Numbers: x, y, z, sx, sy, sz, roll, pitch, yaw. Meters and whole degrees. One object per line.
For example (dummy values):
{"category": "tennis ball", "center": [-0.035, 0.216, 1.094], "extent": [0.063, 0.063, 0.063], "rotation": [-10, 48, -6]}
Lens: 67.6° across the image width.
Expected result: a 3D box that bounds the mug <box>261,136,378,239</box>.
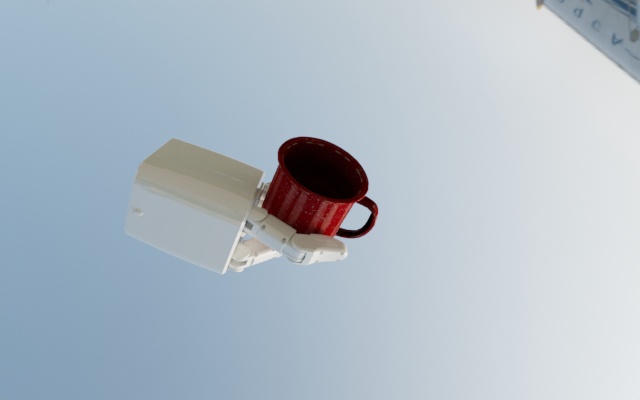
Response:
{"category": "mug", "center": [0.001, 0.002, 0.476], "extent": [0.117, 0.081, 0.093], "rotation": [23, 38, -6]}
